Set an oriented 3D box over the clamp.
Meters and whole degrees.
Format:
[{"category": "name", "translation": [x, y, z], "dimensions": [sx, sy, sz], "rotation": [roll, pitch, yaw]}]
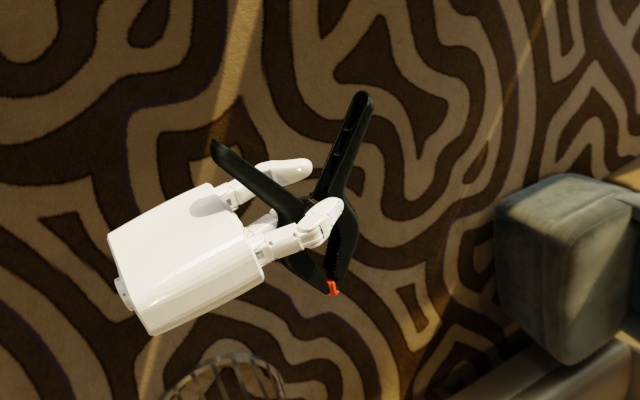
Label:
[{"category": "clamp", "translation": [0.000, 0.002, 0.476], "dimensions": [0.164, 0.210, 0.036], "rotation": [-28, 32, -18]}]
